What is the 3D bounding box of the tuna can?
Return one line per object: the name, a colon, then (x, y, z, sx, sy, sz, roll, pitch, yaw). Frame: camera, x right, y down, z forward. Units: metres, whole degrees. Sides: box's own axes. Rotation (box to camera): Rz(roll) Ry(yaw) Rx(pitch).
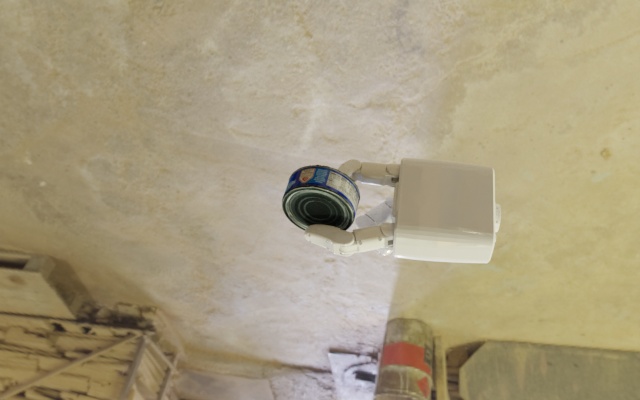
tuna can: (0.000, 0.002, 0.542, 0.086, 0.033, 0.086, 10, -41, 9)
